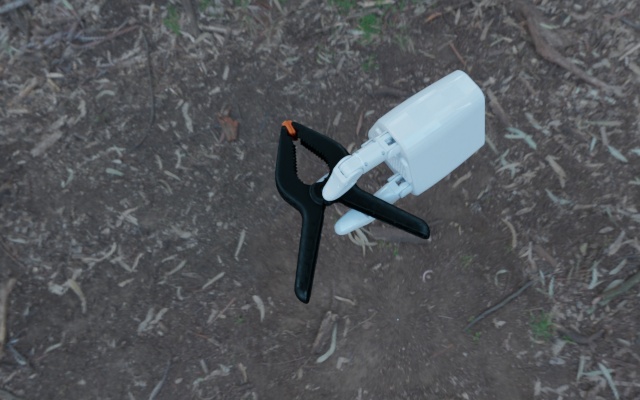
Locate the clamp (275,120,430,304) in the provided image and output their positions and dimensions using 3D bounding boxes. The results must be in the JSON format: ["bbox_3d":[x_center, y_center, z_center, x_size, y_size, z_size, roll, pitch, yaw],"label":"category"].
[{"bbox_3d":[0.000,0.001,0.551,0.164,0.210,0.036,-34,-17,-6],"label":"clamp"}]
